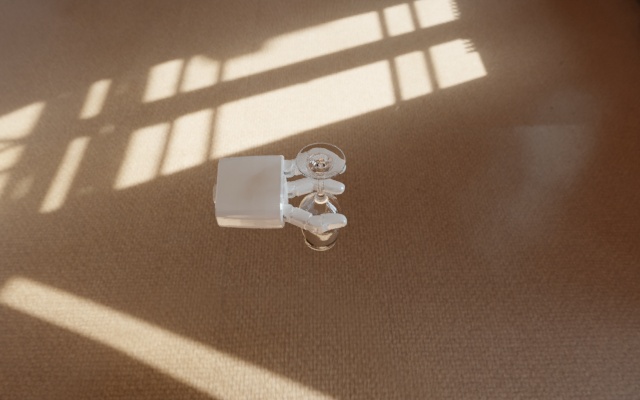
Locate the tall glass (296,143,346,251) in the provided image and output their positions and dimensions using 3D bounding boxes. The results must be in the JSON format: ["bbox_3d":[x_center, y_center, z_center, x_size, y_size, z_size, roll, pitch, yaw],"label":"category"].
[{"bbox_3d":[0.000,0.002,0.783,0.079,0.079,0.201,0,-39,0],"label":"tall glass"}]
